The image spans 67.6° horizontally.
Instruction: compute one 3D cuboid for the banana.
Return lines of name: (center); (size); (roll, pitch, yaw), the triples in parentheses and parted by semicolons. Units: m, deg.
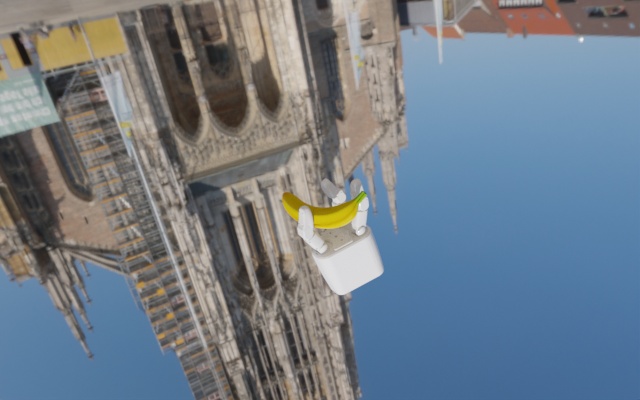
banana: (-0.005, 0.018, 0.866); (0.198, 0.069, 0.037); (1, -36, 39)
